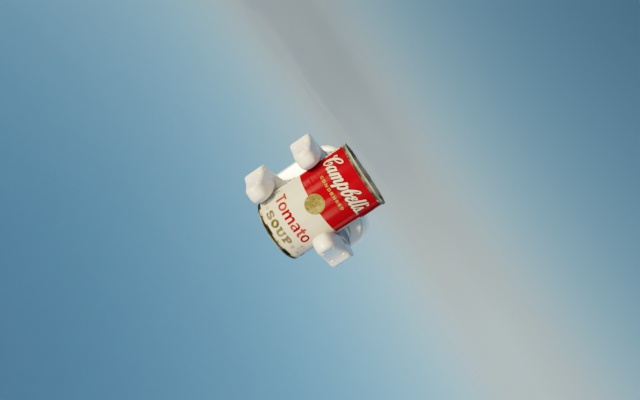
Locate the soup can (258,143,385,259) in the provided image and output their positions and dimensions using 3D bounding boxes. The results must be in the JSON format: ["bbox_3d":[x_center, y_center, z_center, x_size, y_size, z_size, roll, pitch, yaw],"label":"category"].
[{"bbox_3d":[0.000,0.002,0.454,0.102,0.068,0.068,-33,-6,10],"label":"soup can"}]
